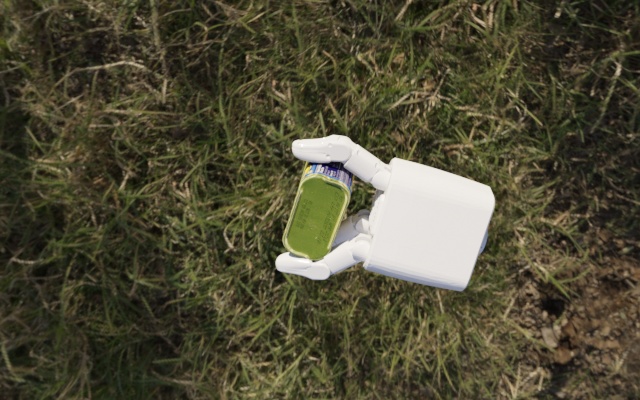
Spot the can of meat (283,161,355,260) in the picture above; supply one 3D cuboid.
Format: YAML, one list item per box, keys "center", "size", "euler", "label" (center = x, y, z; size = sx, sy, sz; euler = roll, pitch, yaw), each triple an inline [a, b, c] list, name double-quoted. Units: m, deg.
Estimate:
- center: [0.000, 0.002, 0.511]
  size: [0.057, 0.102, 0.084]
  euler: [18, 28, -1]
  label: "can of meat"
